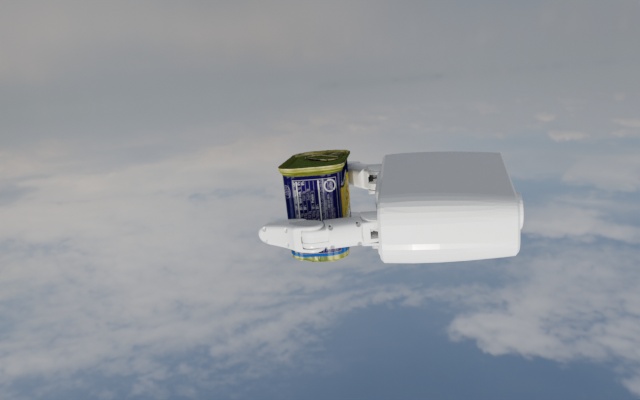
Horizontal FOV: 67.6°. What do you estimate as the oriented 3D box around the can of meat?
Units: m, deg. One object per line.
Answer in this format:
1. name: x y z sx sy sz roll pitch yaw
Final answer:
1. can of meat: 0.000 0.002 0.445 0.057 0.084 0.102 -4 13 8
